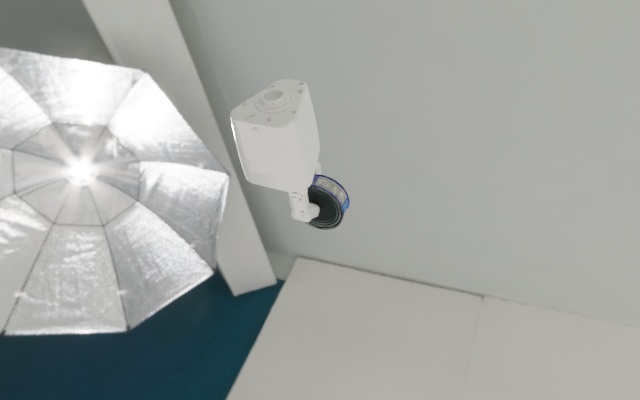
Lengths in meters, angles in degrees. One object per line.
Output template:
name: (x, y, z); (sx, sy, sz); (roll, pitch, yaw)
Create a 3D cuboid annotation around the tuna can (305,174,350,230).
tuna can: (0.000, 0.002, 0.730); (0.086, 0.086, 0.033); (0, 40, 30)
